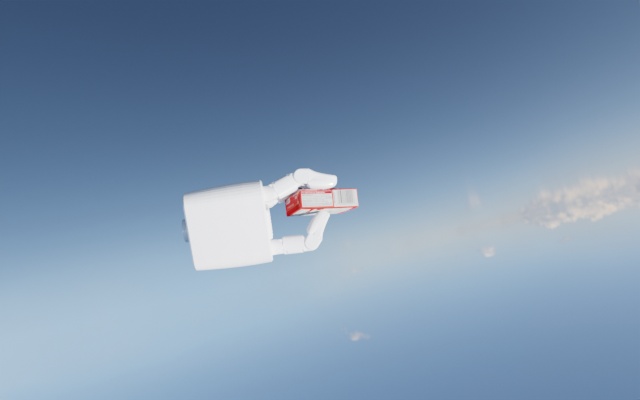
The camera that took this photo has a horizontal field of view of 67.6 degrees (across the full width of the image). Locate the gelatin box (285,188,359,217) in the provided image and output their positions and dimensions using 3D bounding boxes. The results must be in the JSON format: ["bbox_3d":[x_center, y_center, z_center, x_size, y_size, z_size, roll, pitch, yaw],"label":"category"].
[{"bbox_3d":[0.000,0.003,0.689,0.089,0.030,0.073,-2,-9,-19],"label":"gelatin box"}]
